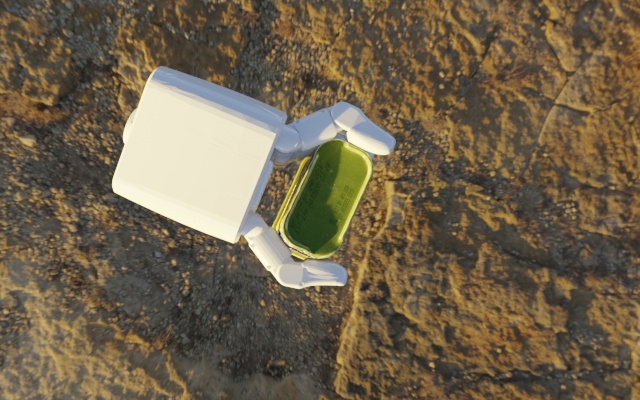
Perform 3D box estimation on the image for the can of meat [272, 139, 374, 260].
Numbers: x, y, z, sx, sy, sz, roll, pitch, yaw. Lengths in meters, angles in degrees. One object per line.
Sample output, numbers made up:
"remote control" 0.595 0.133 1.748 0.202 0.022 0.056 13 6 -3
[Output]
"can of meat" 0.000 0.001 0.420 0.057 0.102 0.084 25 -9 -6
